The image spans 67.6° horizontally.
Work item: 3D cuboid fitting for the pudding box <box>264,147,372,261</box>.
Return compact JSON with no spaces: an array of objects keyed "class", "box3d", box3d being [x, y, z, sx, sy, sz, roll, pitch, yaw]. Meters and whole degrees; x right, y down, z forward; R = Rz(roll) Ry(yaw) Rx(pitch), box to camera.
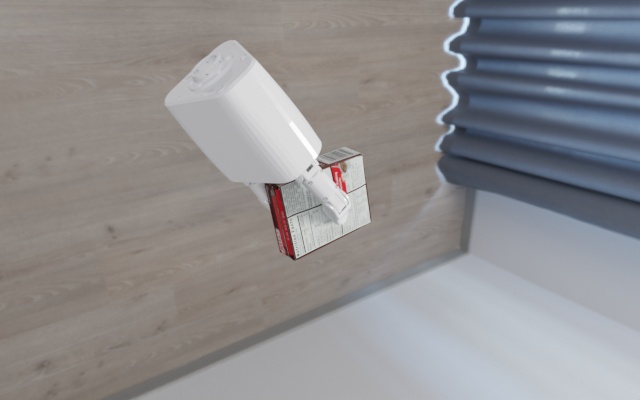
[{"class":"pudding box","box3d":[0.000,0.002,0.524,0.113,0.090,0.039,-23,27,-27]}]
